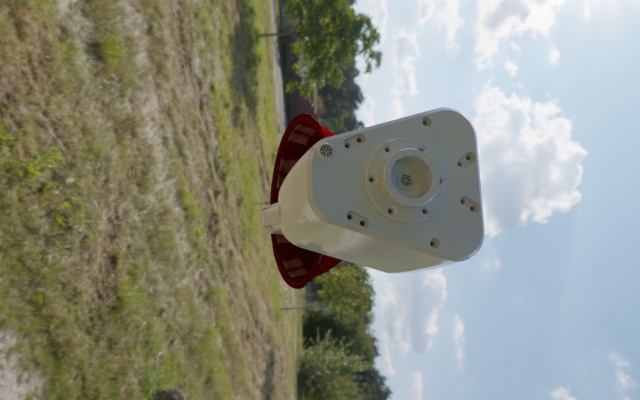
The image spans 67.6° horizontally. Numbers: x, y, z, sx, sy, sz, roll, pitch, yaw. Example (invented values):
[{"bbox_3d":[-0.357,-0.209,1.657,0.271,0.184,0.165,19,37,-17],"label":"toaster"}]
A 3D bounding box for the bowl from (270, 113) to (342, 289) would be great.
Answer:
[{"bbox_3d":[0.000,0.001,0.454,0.055,0.162,0.162,3,-1,-23],"label":"bowl"}]
